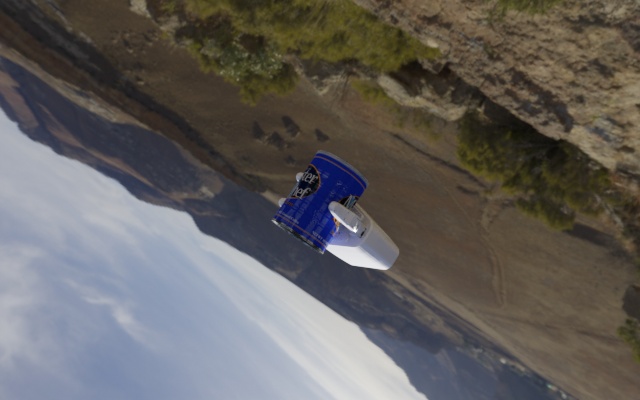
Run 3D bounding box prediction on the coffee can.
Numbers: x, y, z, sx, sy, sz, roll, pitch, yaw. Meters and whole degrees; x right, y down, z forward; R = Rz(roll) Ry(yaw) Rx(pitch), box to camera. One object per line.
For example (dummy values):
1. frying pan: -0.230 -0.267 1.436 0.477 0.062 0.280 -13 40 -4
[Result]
1. coffee can: 0.000 0.002 0.790 0.103 0.140 0.103 33 -8 5
